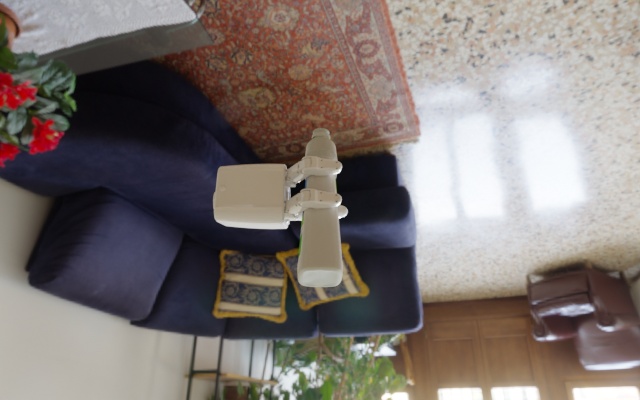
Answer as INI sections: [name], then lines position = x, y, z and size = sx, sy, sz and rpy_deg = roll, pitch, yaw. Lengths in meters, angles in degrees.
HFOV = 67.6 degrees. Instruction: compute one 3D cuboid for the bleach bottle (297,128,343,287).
[bleach bottle]
position = 0.000, 0.002, 0.758
size = 0.068, 0.250, 0.103
rpy_deg = 1, -25, -1
